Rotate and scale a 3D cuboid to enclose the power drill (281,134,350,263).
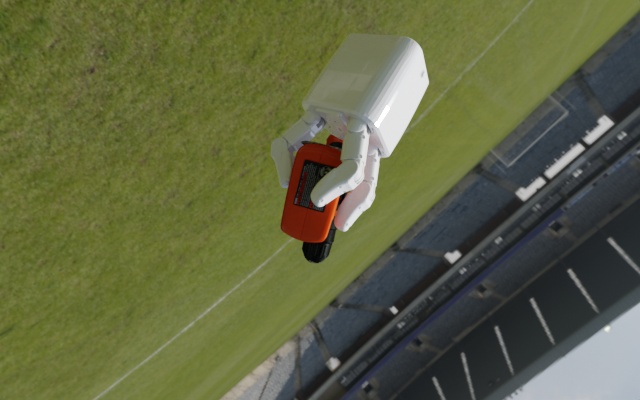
[{"bbox_3d":[0.000,0.002,0.595,0.057,0.184,0.187,13,5,6],"label":"power drill"}]
